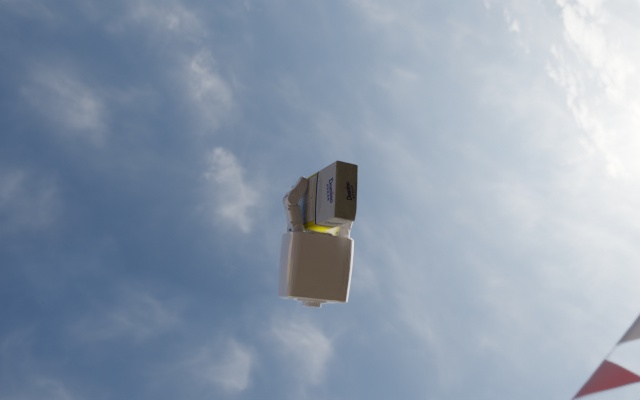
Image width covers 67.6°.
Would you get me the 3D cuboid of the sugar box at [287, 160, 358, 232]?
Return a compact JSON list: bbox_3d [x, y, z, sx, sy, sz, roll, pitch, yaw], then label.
[{"bbox_3d":[0.001,0.003,0.798,0.048,0.093,0.176,11,-16,-28],"label":"sugar box"}]
